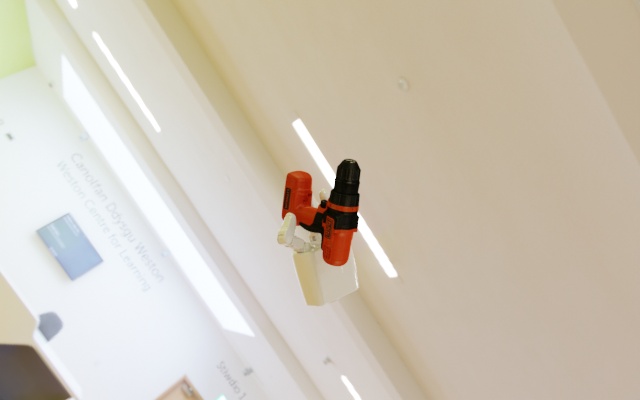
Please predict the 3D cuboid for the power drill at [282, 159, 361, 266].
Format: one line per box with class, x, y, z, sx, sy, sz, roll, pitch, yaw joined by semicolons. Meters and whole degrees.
power drill;0.000;0.003;0.852;0.057;0.184;0.187;1;15;-32
